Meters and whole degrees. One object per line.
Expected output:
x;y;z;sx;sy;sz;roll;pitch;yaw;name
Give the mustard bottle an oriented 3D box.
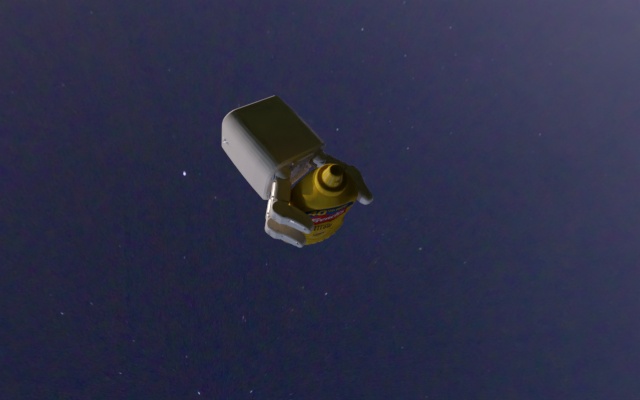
0.000;0.003;0.656;0.096;0.058;0.192;-11;-22;-17;mustard bottle
